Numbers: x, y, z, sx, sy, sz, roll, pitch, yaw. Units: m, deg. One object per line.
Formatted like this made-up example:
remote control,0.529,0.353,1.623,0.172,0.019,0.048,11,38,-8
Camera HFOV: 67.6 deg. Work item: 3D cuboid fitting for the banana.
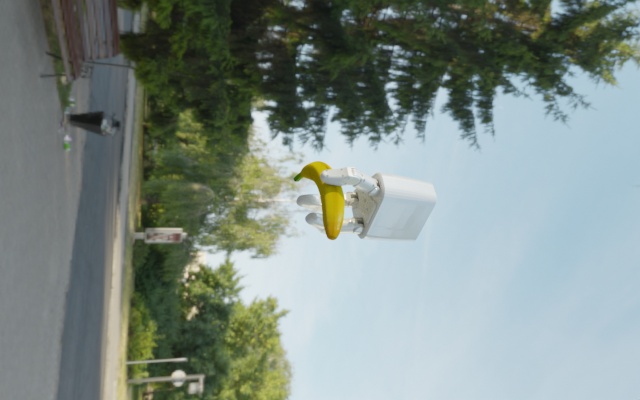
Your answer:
banana,0.006,-0.015,0.769,0.037,0.070,0.197,13,24,-25
